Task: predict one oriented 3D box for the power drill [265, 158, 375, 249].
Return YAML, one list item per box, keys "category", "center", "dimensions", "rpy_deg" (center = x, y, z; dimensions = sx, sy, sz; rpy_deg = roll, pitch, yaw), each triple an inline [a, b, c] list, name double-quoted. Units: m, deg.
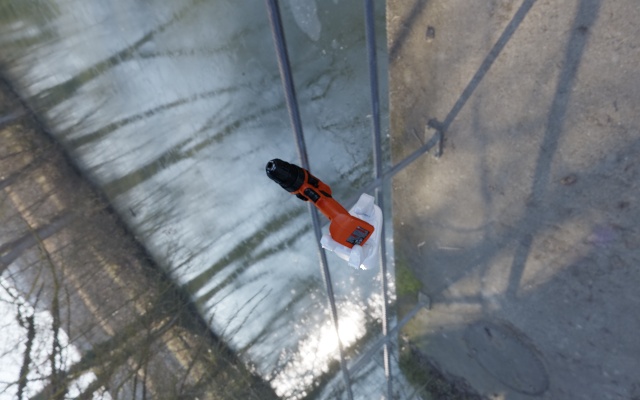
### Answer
- category: "power drill"
  center: [0.001, 0.003, 0.862]
  dimensions: [0.187, 0.057, 0.184]
  rpy_deg: [46, 12, 35]
